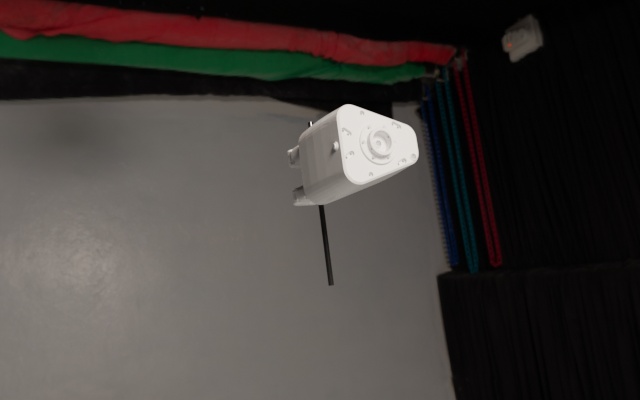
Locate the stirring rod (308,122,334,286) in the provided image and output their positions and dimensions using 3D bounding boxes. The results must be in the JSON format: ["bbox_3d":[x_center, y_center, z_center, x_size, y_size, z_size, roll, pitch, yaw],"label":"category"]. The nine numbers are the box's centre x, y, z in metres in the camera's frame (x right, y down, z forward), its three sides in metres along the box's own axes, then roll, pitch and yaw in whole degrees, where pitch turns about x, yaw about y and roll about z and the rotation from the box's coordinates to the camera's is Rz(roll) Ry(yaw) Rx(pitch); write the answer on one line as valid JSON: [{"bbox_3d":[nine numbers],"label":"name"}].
[{"bbox_3d":[0.000,0.002,0.693,0.011,0.239,0.011,-7,-8,-1],"label":"stirring rod"}]
